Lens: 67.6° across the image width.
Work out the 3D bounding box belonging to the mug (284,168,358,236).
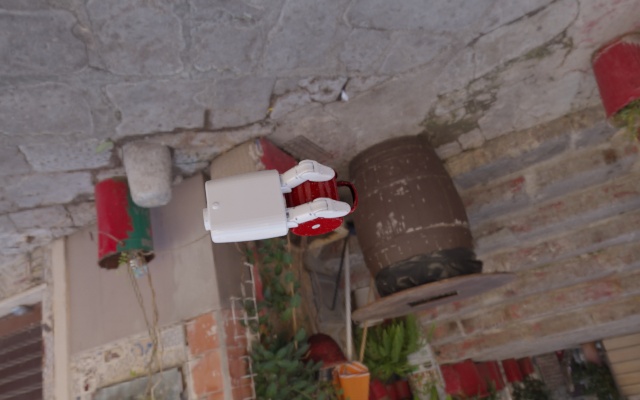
[{"bbox_3d":[0.002,0.002,0.735,0.117,0.081,0.093,-8,-21,-8],"label":"mug"}]
